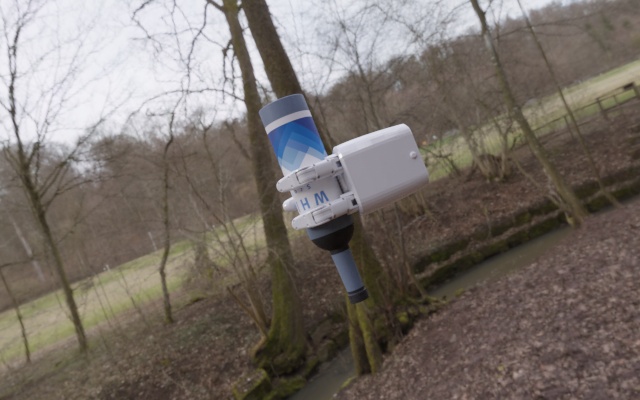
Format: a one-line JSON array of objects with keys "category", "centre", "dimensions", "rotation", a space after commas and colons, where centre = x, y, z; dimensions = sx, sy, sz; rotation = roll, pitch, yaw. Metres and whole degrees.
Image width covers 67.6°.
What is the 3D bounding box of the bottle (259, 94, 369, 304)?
[{"category": "bottle", "centre": [0.000, 0.002, 0.665], "dimensions": [0.069, 0.295, 0.069], "rotation": [-22, 0, 0]}]
